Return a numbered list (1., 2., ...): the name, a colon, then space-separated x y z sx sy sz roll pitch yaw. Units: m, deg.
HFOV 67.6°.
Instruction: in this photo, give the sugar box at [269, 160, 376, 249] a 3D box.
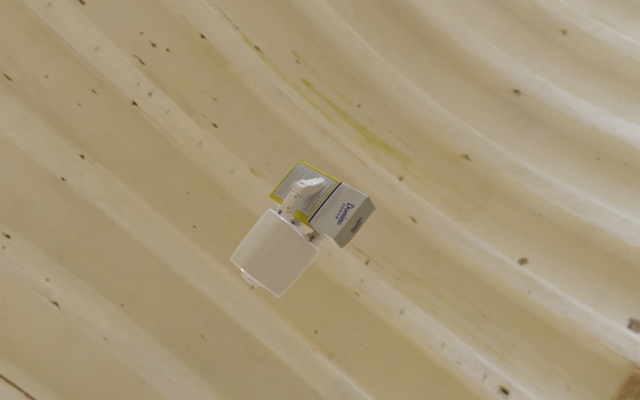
1. sugar box: 0.000 0.003 0.823 0.176 0.093 0.048 33 -12 38
